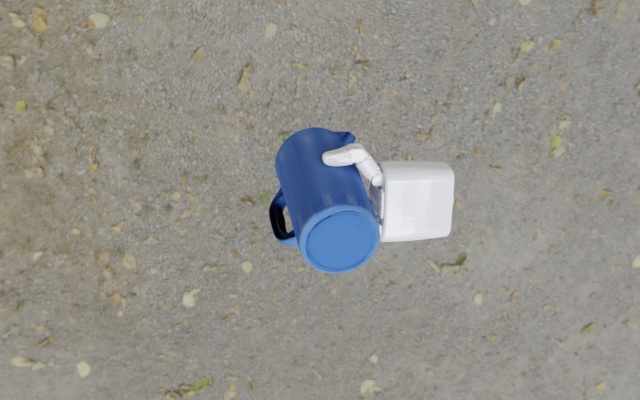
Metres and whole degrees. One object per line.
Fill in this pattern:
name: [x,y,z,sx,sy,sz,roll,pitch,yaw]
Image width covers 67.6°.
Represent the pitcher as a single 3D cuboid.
pitcher: [0.000,0.002,0.712,0.145,0.149,0.242,-2,30,-9]
